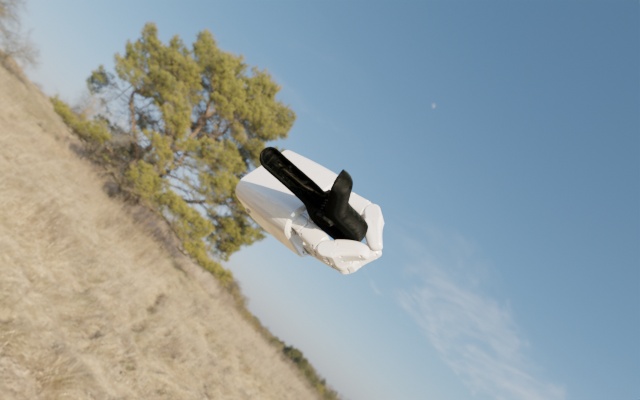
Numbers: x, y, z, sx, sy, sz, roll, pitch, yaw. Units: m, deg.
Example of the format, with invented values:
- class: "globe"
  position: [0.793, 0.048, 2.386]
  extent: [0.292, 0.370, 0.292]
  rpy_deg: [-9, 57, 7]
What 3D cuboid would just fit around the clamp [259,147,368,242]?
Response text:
- class: "clamp"
  position: [0.001, 0.001, 0.544]
  extent: [0.120, 0.039, 0.172]
  rpy_deg: [31, -19, 31]
